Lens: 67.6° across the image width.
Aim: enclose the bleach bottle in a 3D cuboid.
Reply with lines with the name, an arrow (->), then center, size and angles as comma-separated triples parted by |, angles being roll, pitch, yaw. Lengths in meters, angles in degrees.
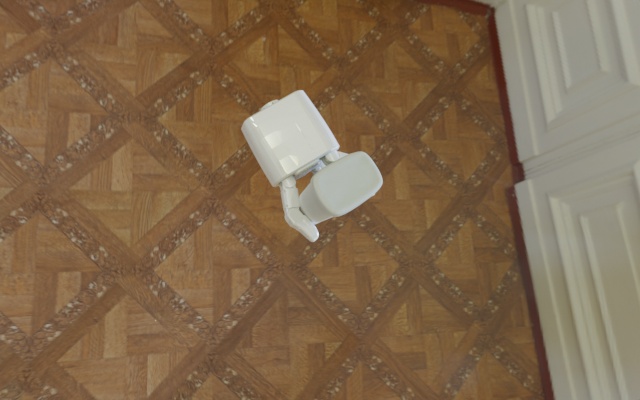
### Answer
bleach bottle -> 0.000, 0.002, 0.745 | 0.102, 0.068, 0.251 | -31, -2, -23
